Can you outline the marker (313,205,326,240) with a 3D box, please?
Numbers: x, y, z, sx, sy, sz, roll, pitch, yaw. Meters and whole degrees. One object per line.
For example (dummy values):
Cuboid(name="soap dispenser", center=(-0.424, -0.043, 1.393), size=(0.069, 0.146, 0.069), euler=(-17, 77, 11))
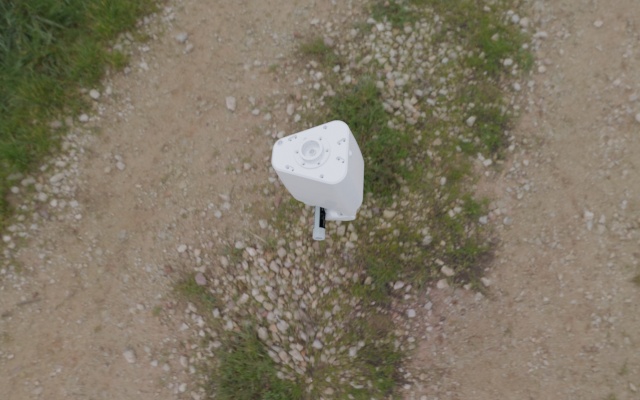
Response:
Cuboid(name="marker", center=(0.000, 0.002, 0.756), size=(0.020, 0.121, 0.020), euler=(3, -20, 1))
